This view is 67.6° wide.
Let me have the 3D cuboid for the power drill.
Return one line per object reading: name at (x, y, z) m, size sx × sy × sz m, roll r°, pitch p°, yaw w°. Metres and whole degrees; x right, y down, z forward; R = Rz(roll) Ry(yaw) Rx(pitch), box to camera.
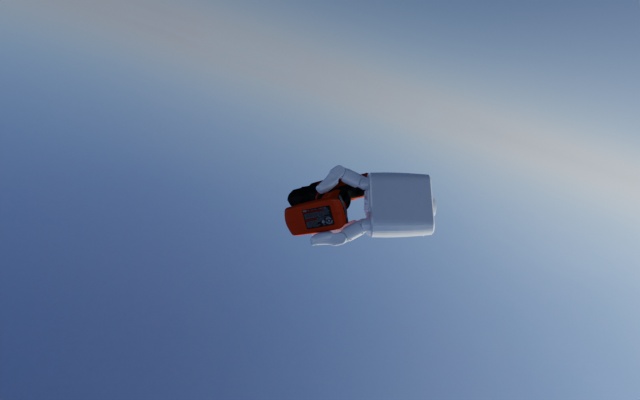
power drill at (0.000, 0.003, 0.881) m, size 0.184 × 0.057 × 0.187 m, roll -13°, pitch 15°, yaw 21°
